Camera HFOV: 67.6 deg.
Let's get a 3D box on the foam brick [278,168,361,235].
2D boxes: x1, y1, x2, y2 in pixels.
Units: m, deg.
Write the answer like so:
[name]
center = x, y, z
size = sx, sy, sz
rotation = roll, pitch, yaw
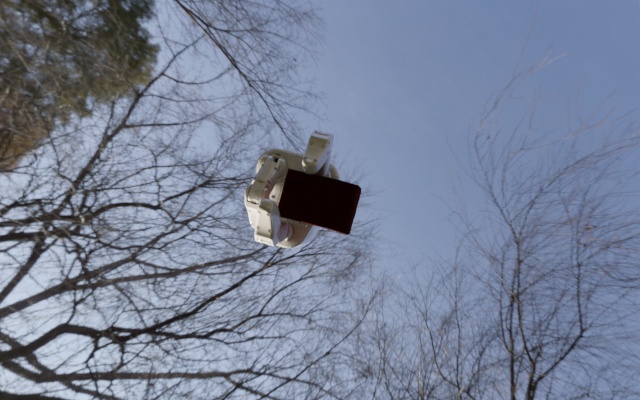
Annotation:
[foam brick]
center = 0.000, 0.002, 0.506
size = 0.078, 0.053, 0.051
rotation = 15, -1, 10
